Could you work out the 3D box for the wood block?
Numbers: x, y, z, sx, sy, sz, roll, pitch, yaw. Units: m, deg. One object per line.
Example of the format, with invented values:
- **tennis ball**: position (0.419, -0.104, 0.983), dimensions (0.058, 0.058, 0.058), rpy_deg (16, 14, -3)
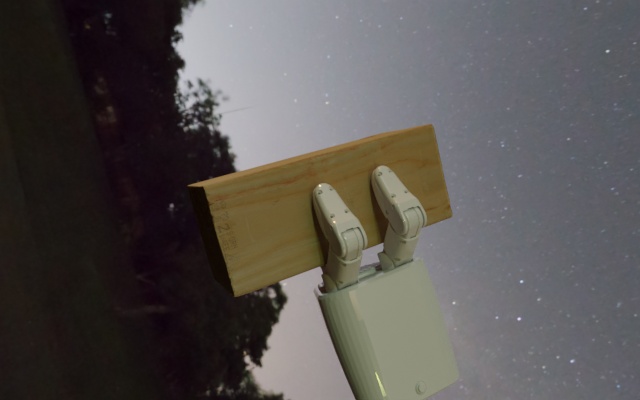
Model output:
- **wood block**: position (0.000, 0.002, 0.425), dimensions (0.206, 0.090, 0.091), rpy_deg (-17, 8, -22)
